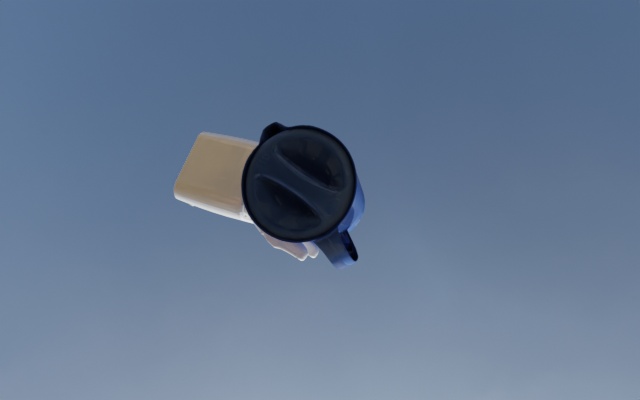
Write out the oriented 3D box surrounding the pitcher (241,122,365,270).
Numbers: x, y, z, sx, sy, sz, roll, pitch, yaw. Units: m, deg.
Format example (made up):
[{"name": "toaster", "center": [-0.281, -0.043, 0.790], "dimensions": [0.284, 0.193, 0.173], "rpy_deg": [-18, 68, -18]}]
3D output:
[{"name": "pitcher", "center": [0.000, 0.002, 0.641], "dimensions": [0.145, 0.149, 0.243], "rpy_deg": [14, -3, 12]}]
